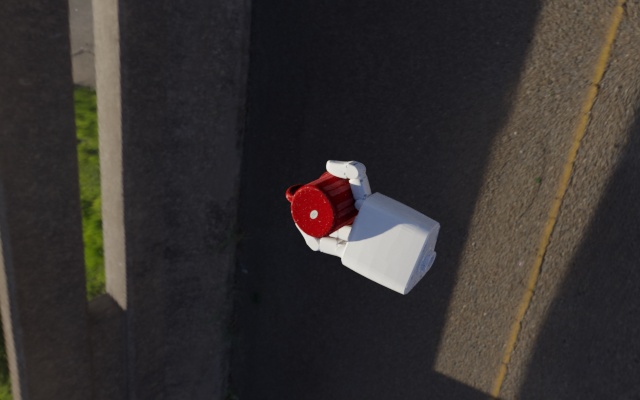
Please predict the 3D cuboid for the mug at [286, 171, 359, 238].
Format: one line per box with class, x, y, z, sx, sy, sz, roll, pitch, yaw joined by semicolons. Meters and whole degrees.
mug;-0.001;0.002;0.725;0.117;0.093;0.081;25;28;25
